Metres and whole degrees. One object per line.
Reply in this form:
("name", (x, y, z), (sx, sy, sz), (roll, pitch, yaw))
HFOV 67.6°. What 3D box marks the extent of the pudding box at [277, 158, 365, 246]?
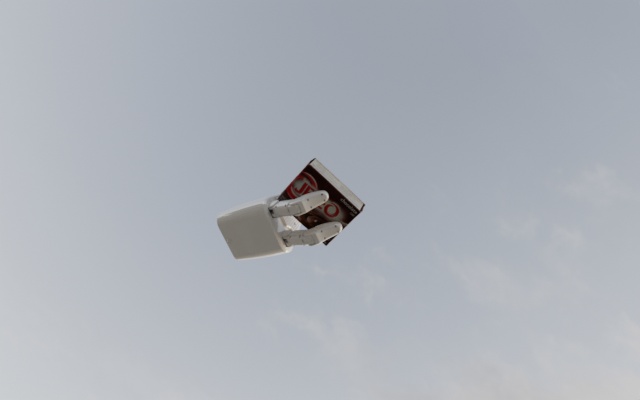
("pudding box", (0.000, 0.002, 0.759), (0.090, 0.113, 0.039), (-47, 4, 31))
